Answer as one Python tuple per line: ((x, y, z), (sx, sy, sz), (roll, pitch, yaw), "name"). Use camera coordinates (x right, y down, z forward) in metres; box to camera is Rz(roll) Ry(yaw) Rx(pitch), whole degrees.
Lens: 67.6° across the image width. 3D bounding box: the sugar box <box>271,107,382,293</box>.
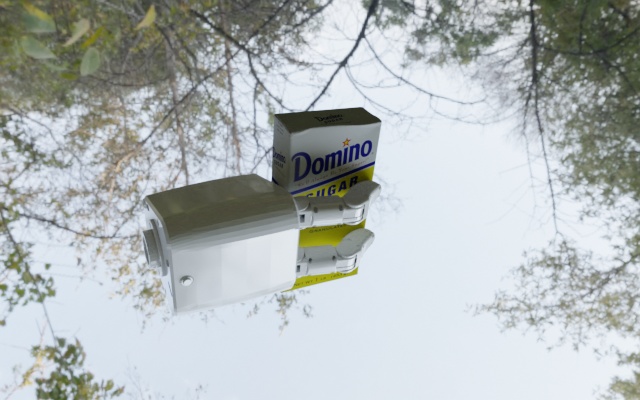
((0.000, 0.002, 0.464), (0.093, 0.176, 0.048), (-10, 36, -24), "sugar box")
